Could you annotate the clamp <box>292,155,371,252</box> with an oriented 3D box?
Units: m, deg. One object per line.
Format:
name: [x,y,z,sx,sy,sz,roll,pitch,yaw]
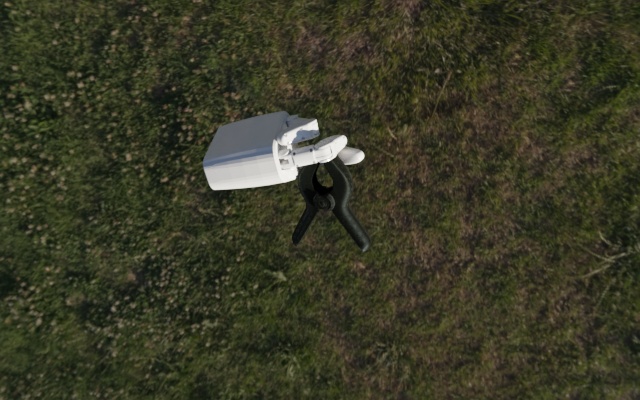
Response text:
clamp: [0.000,0.002,0.688,0.120,0.171,0.039,-8,22,15]
